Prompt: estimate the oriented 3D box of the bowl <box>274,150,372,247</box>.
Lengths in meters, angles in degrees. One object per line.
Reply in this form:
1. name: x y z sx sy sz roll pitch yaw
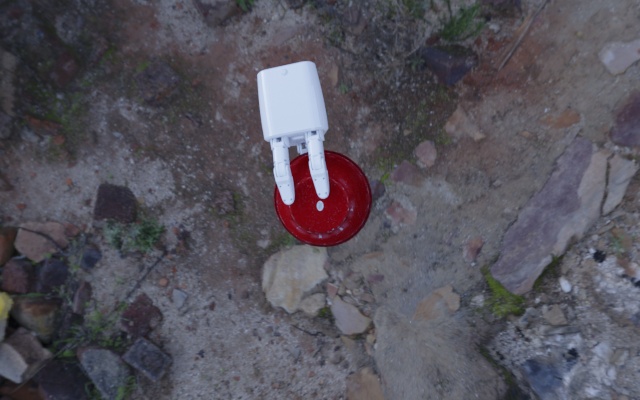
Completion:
1. bowl: 0.001 0.004 0.754 0.162 0.162 0.055 0 10 7
